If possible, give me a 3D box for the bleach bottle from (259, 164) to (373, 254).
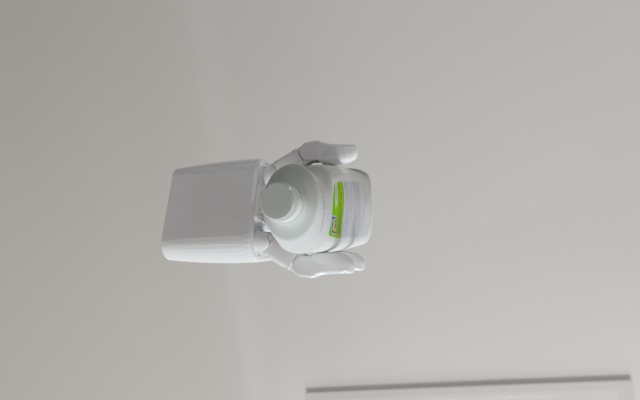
[{"bbox_3d":[0.000,0.002,0.488,0.068,0.102,0.251,-3,-5,16],"label":"bleach bottle"}]
